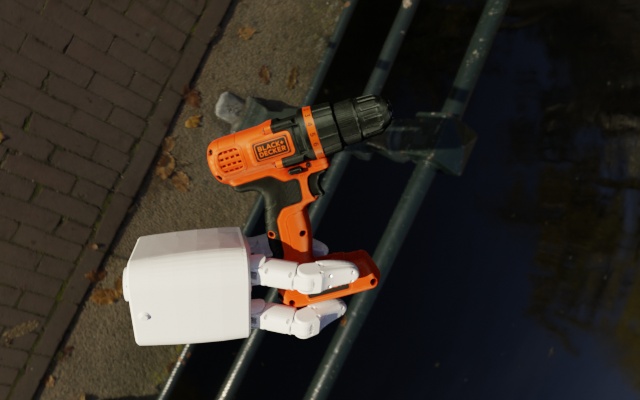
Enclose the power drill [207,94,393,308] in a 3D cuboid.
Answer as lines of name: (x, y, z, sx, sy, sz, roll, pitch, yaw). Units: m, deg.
power drill: (0.000, 0.002, 0.477, 0.184, 0.188, 0.057, -16, 10, 7)
